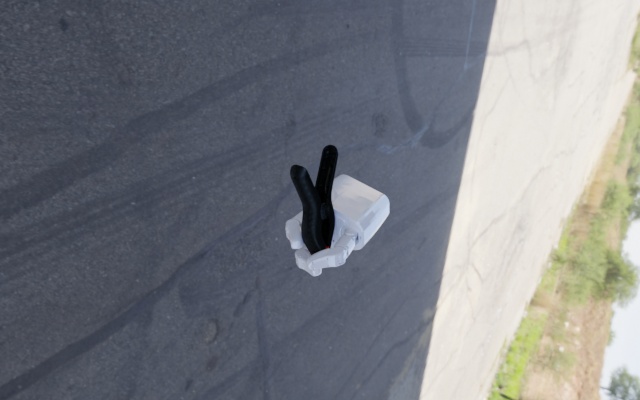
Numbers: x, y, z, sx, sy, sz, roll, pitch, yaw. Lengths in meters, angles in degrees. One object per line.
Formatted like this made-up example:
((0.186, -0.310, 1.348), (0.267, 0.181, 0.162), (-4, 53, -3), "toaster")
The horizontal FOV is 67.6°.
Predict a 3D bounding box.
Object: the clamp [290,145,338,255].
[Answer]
((0.001, 0.003, 0.715), (0.039, 0.172, 0.120), (14, 35, 29), "clamp")
